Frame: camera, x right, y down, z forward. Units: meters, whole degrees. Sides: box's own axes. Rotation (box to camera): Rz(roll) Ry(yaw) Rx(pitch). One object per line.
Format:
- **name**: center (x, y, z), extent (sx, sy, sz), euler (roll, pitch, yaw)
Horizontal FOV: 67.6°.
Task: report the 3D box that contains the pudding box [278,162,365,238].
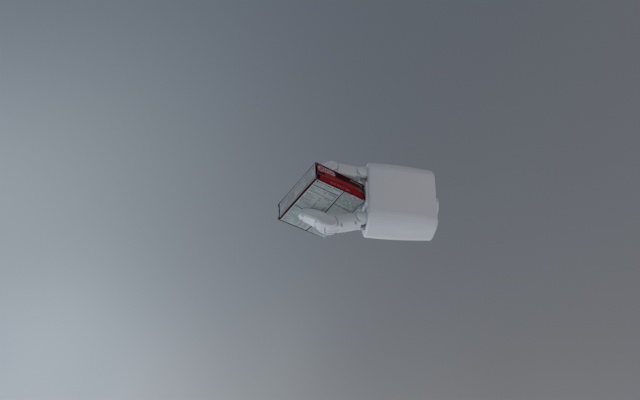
- **pudding box**: center (0.000, 0.003, 0.730), extent (0.090, 0.039, 0.113), euler (25, -50, -24)
